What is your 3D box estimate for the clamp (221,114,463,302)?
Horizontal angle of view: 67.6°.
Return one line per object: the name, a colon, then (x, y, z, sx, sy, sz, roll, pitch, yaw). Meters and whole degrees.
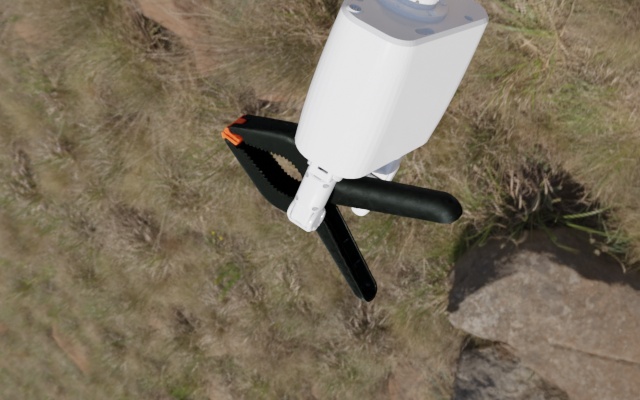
clamp: (-0.001, 0.001, 0.428, 0.210, 0.165, 0.036, 33, 48, 10)
